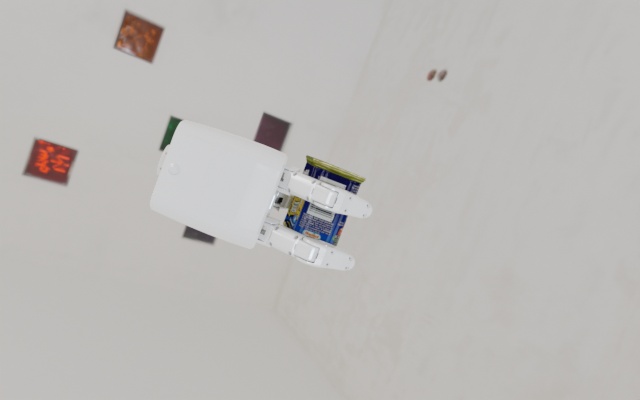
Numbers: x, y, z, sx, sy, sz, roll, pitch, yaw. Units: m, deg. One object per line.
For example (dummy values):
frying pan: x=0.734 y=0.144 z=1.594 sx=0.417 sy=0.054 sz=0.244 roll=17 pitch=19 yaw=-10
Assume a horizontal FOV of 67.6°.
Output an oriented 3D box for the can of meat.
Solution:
can of meat: x=0.000 y=0.002 z=0.511 sx=0.057 sy=0.084 sz=0.102 roll=21 pitch=5 yaw=-10
